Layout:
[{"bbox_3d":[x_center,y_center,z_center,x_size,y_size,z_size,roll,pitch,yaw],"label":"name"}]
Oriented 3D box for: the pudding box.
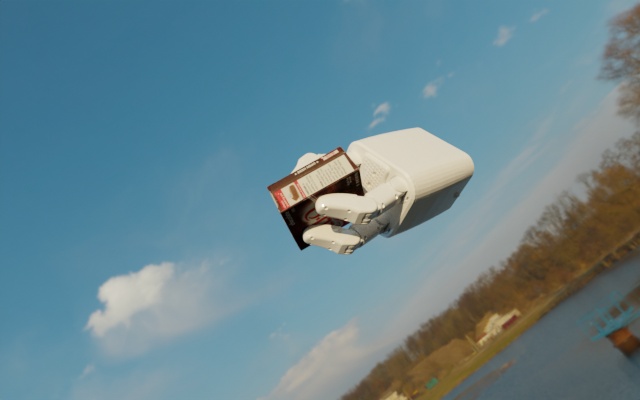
[{"bbox_3d":[0.000,0.002,0.515,0.090,0.039,0.113,-30,-28,-5],"label":"pudding box"}]
